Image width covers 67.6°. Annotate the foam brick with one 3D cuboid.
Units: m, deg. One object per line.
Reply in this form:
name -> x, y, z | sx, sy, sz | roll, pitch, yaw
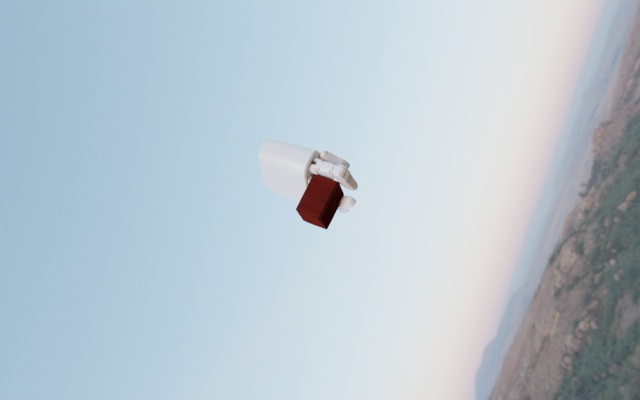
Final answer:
foam brick -> 0.000, 0.003, 0.848 | 0.051, 0.078, 0.053 | 19, -19, 23
